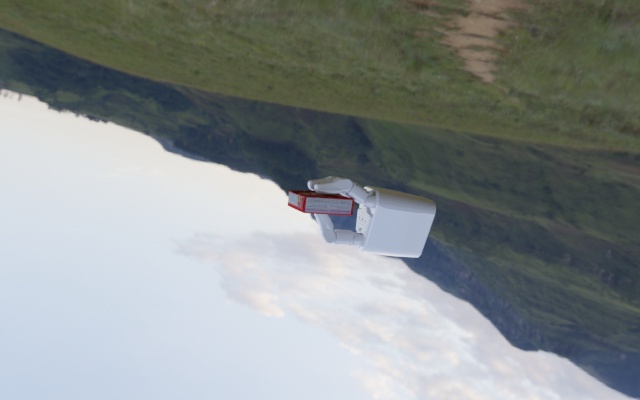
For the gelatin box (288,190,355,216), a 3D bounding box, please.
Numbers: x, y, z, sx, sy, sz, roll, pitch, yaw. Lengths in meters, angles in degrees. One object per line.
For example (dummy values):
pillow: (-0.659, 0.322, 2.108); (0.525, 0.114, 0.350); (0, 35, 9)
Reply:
gelatin box: (0.000, 0.003, 0.778); (0.089, 0.030, 0.073); (3, 8, -24)
